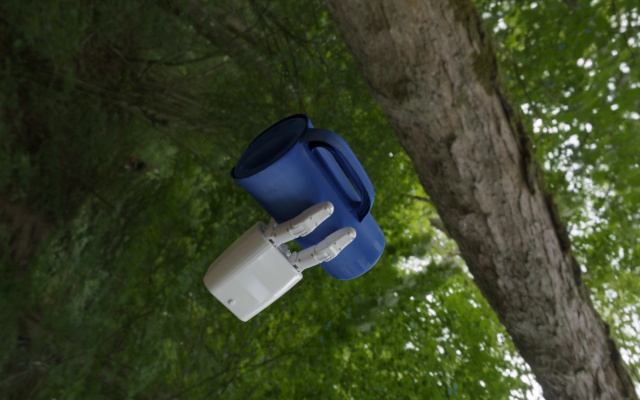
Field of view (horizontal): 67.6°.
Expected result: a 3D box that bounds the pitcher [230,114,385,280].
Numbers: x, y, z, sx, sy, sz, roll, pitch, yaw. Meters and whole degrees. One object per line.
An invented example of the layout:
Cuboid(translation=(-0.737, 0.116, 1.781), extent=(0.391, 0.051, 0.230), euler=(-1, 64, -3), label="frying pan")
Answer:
Cuboid(translation=(0.000, 0.002, 0.695), extent=(0.145, 0.243, 0.149), euler=(-40, 27, -1), label="pitcher")
